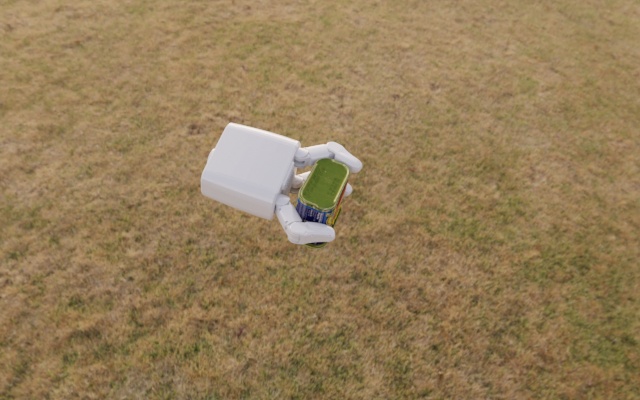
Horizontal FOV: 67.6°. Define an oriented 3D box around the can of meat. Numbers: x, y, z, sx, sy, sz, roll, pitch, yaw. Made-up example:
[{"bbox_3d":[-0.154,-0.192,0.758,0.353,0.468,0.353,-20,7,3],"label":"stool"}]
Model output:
[{"bbox_3d":[0.000,0.002,0.664,0.057,0.084,0.102,20,47,7],"label":"can of meat"}]
